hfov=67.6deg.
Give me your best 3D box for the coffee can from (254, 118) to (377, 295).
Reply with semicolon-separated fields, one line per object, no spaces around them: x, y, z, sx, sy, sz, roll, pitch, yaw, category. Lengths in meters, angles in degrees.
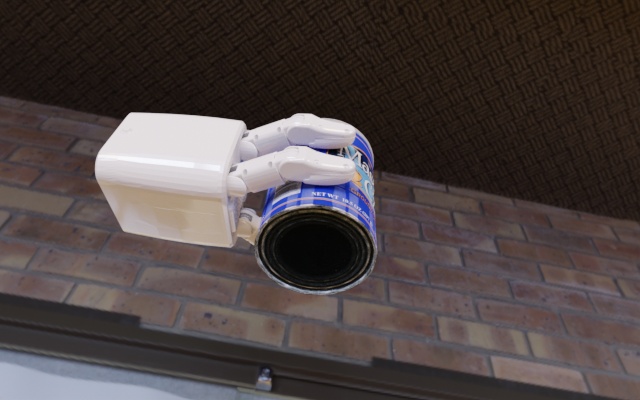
0.000;0.001;0.448;0.103;0.103;0.140;0;38;4;coffee can
